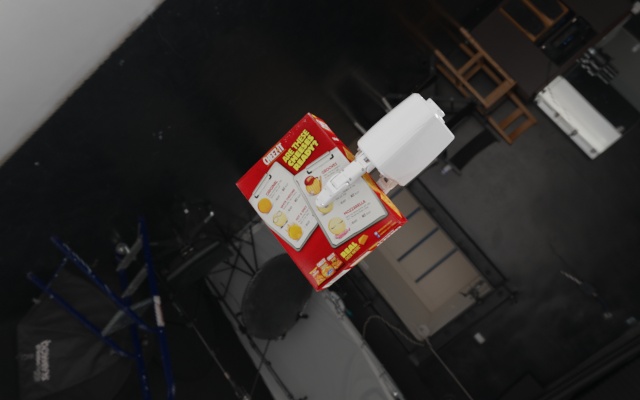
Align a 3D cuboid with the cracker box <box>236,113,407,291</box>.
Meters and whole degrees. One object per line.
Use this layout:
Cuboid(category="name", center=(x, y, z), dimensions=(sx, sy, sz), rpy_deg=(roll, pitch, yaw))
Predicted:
Cuboid(category="cracker box", center=(0.000, 0.003, 0.732), dimensions=(0.164, 0.213, 0.072), rpy_deg=(-42, -14, 14))
